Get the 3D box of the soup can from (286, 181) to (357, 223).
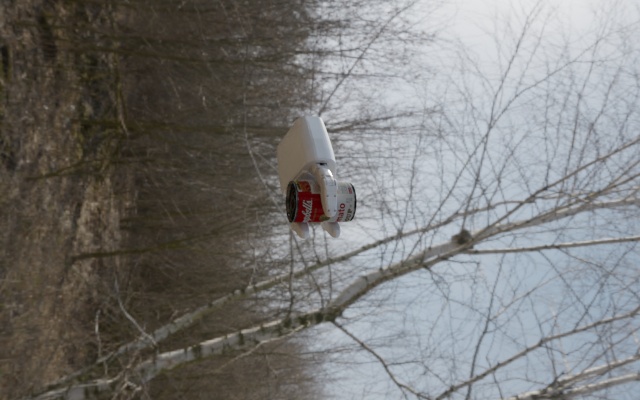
[{"bbox_3d":[0.001,0.003,0.782,0.102,0.068,0.068,1,0,-18],"label":"soup can"}]
